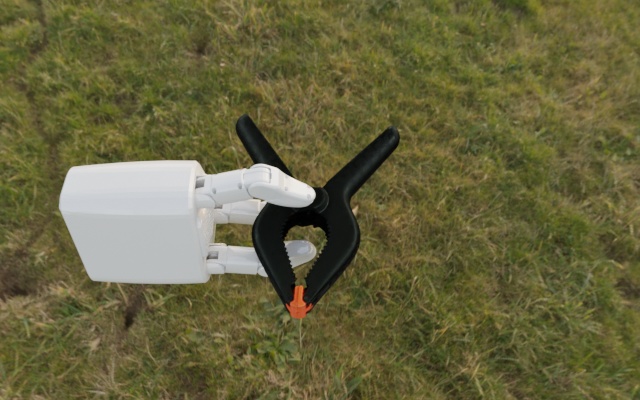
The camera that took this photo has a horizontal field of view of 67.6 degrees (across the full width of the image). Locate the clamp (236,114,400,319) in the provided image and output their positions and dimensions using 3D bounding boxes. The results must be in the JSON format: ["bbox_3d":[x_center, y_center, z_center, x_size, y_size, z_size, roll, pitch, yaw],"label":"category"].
[{"bbox_3d":[0.000,0.001,0.435,0.164,0.209,0.036,-2,-33,-1],"label":"clamp"}]
